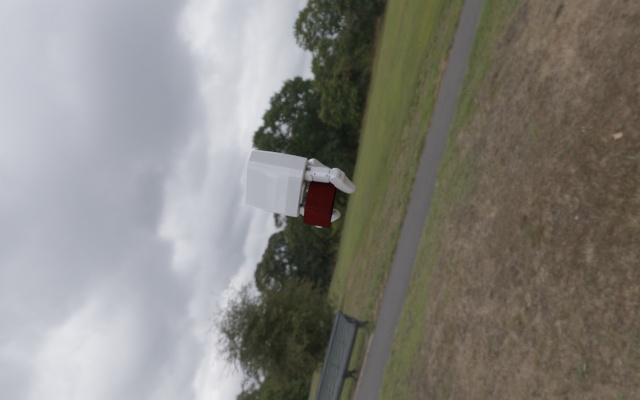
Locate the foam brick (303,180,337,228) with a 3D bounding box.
[{"bbox_3d":[0.000,0.003,0.879,0.051,0.078,0.053,11,-36,2],"label":"foam brick"}]
